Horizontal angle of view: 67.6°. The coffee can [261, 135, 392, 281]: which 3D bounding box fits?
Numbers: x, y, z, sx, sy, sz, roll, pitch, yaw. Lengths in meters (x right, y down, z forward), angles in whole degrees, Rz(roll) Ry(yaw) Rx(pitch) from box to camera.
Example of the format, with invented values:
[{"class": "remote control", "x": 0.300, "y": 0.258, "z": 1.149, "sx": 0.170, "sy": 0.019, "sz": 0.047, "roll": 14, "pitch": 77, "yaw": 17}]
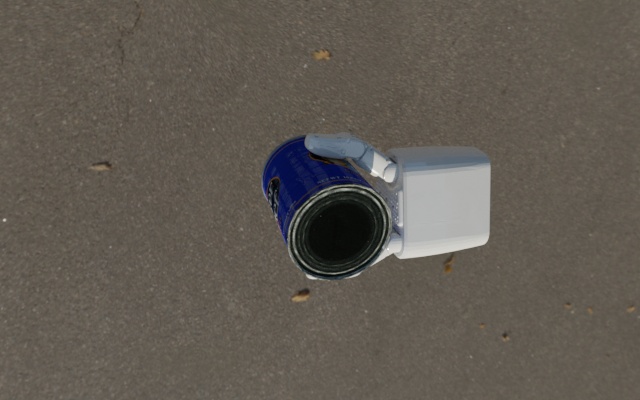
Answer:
[{"class": "coffee can", "x": 0.000, "y": 0.002, "z": 0.499, "sx": 0.103, "sy": 0.103, "sz": 0.140, "roll": 0, "pitch": 25, "yaw": -18}]
